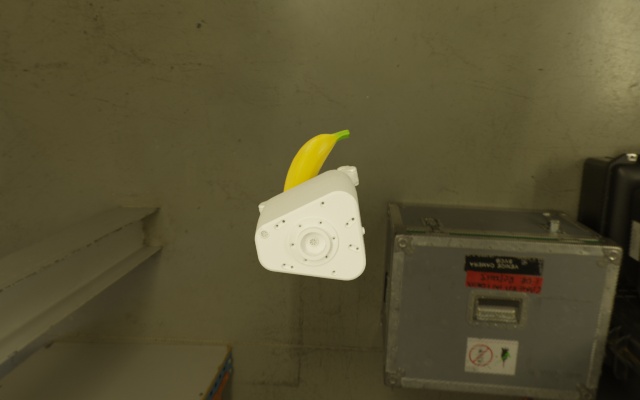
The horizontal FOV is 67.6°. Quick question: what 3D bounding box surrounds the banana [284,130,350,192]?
[{"bbox_3d":[-0.017,-0.006,0.644,0.069,0.198,0.037,14,11,-10],"label":"banana"}]
